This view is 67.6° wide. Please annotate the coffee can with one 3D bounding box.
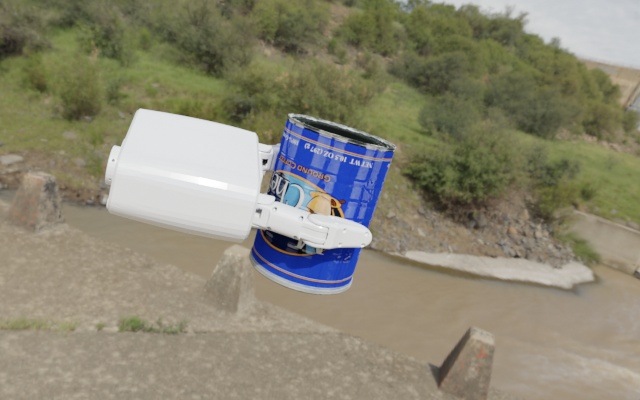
[{"bbox_3d":[0.000,0.002,0.447,0.103,0.140,0.102,16,14,-4],"label":"coffee can"}]
